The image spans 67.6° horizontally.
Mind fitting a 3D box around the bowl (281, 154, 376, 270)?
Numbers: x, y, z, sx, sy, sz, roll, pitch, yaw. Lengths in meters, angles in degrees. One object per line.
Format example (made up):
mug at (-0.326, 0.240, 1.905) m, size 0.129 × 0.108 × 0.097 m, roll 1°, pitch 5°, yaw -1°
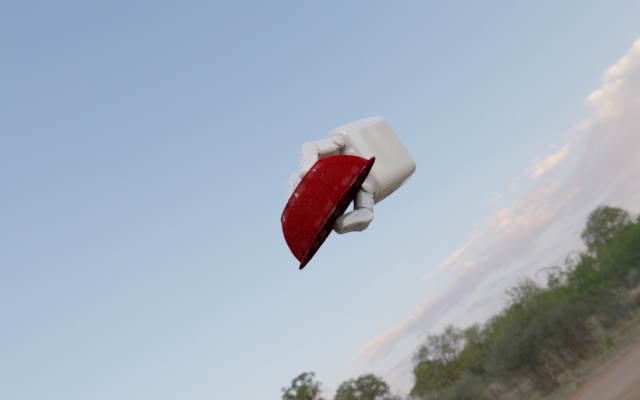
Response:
bowl at (-0.001, 0.002, 0.572) m, size 0.055 × 0.162 × 0.162 m, roll 33°, pitch 4°, yaw 6°
